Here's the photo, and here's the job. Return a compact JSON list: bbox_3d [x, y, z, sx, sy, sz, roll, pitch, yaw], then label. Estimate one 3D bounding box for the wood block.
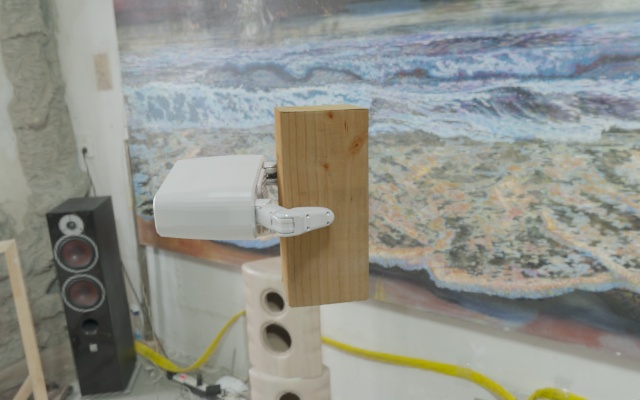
[{"bbox_3d":[0.000,0.002,0.528,0.090,0.206,0.090,-4,15,-9],"label":"wood block"}]
